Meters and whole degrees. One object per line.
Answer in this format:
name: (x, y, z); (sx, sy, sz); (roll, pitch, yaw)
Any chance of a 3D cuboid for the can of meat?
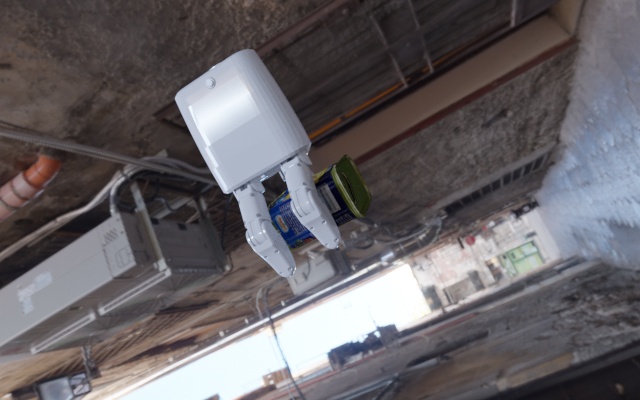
can of meat: (0.000, 0.002, 0.492); (0.084, 0.057, 0.102); (-28, 7, 16)
